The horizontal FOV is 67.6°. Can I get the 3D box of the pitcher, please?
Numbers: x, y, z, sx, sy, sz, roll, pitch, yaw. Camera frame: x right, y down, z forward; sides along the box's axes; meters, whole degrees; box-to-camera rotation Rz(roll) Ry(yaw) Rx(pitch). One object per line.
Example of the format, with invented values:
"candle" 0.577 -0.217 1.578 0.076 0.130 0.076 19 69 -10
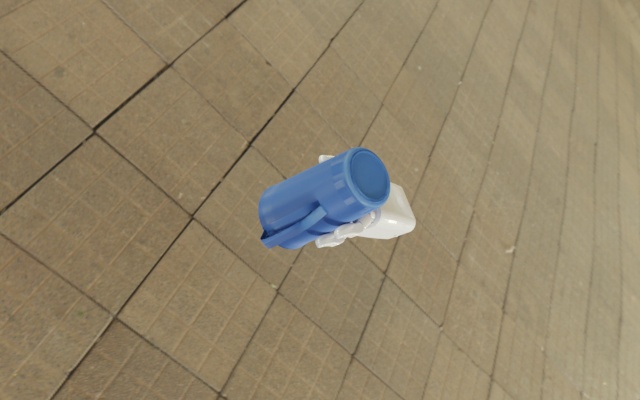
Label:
"pitcher" 0.000 0.003 0.855 0.145 0.149 0.243 14 -27 -37
